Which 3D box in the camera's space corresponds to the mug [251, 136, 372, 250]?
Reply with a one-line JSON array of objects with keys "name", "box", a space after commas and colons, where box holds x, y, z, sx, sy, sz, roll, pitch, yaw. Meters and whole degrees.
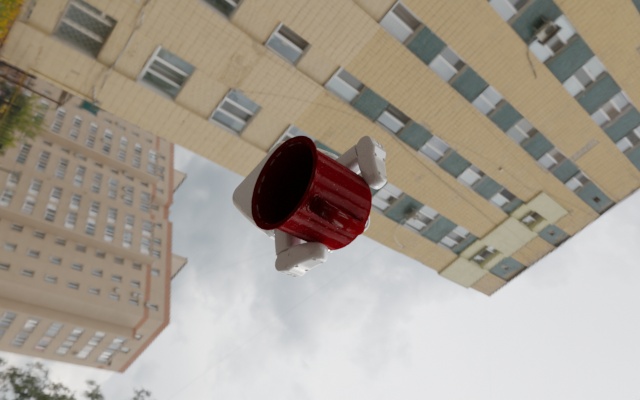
[{"name": "mug", "box": [0.001, 0.002, 0.443, 0.081, 0.093, 0.117, 27, 2, -35]}]
